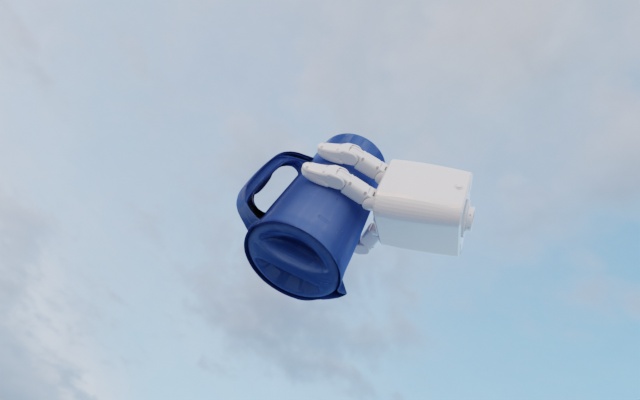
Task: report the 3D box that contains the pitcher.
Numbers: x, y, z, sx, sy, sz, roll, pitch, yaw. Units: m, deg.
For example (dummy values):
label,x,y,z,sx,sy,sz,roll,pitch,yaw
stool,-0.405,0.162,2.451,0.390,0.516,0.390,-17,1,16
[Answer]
label,x,y,z,sx,sy,sz,roll,pitch,yaw
pitcher,0.000,0.002,0.662,0.145,0.149,0.242,10,41,21
